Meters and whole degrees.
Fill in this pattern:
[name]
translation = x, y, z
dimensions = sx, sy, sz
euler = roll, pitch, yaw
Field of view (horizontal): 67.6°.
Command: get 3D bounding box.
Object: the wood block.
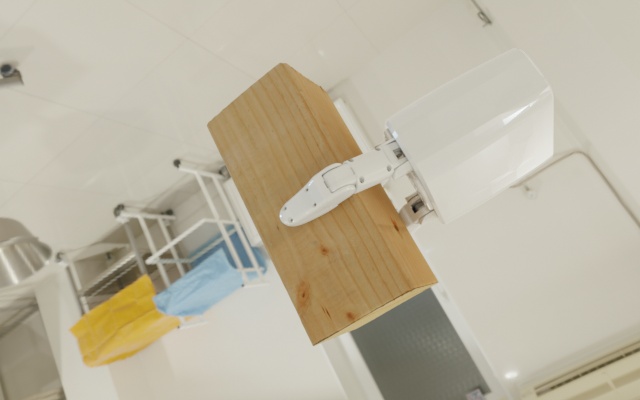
[wood block]
translation = 0.000, 0.001, 0.404
dimensions = 0.090, 0.206, 0.091
euler = -35, -18, 19
